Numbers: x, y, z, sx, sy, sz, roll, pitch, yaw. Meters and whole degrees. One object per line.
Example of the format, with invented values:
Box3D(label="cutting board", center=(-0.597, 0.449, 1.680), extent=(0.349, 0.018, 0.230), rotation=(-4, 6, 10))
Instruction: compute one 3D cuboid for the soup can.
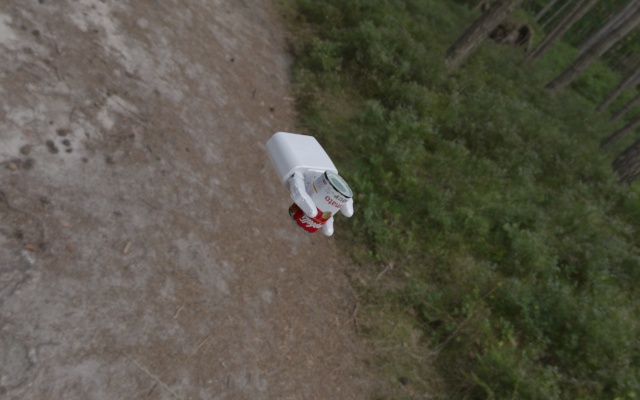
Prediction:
Box3D(label="soup can", center=(0.000, 0.003, 0.863), extent=(0.102, 0.068, 0.068), rotation=(-44, -19, 20))
